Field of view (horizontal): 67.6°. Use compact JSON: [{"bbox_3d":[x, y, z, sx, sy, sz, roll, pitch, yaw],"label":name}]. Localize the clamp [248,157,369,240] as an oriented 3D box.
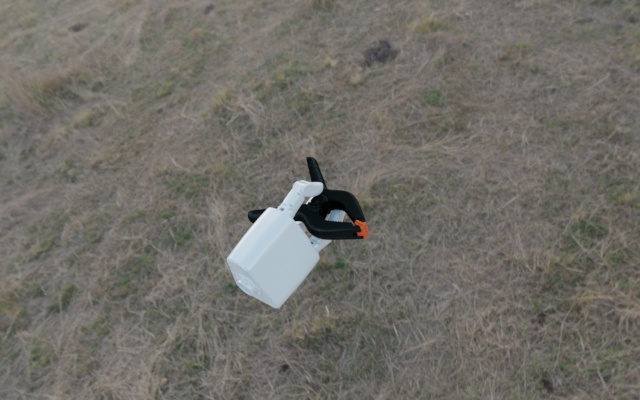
[{"bbox_3d":[0.000,0.002,0.790,0.210,0.164,0.036,19,-31,34],"label":"clamp"}]
